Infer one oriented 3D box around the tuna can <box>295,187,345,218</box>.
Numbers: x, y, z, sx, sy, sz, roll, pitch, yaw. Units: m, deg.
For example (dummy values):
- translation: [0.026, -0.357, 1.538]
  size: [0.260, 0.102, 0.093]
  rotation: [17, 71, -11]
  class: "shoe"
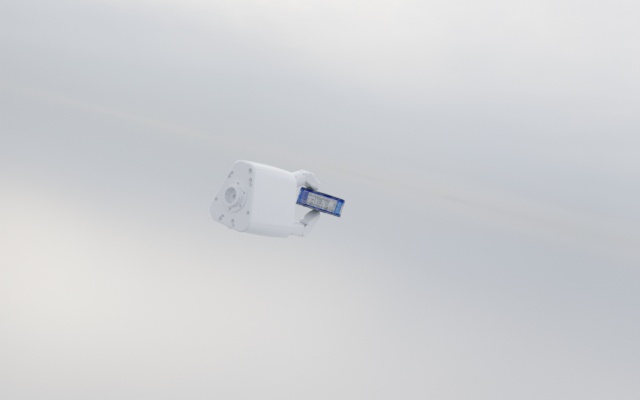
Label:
- translation: [0.000, 0.002, 0.863]
  size: [0.086, 0.034, 0.086]
  rotation: [17, -1, 0]
  class: "tuna can"
